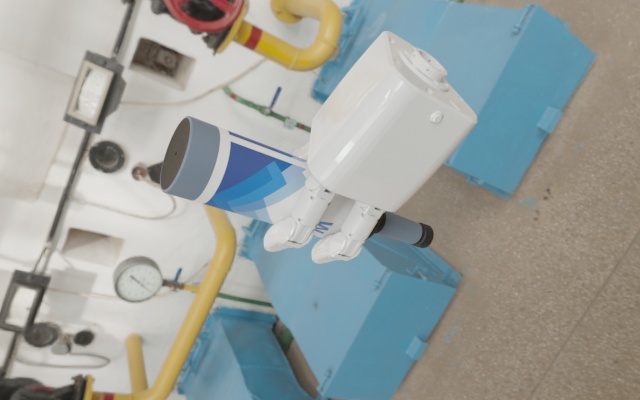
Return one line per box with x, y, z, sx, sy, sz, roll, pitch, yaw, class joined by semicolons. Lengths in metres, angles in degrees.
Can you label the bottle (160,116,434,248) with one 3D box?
0.000;0.002;0.467;0.296;0.069;0.069;18;-10;-32;bottle
